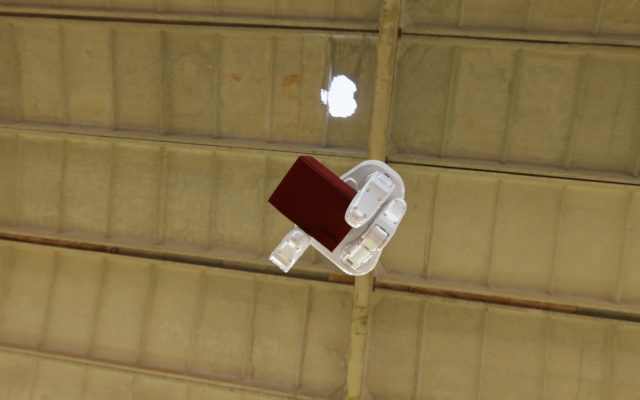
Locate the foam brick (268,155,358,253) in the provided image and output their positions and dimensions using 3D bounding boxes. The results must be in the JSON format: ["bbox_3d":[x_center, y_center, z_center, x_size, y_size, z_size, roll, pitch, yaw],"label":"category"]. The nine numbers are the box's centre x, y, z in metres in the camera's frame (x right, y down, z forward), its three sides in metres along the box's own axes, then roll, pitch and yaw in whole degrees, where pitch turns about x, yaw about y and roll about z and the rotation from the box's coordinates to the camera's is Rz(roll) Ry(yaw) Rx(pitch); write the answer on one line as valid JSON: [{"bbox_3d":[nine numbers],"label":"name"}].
[{"bbox_3d":[0.000,0.001,0.446,0.078,0.053,0.051,39,11,3],"label":"foam brick"}]
